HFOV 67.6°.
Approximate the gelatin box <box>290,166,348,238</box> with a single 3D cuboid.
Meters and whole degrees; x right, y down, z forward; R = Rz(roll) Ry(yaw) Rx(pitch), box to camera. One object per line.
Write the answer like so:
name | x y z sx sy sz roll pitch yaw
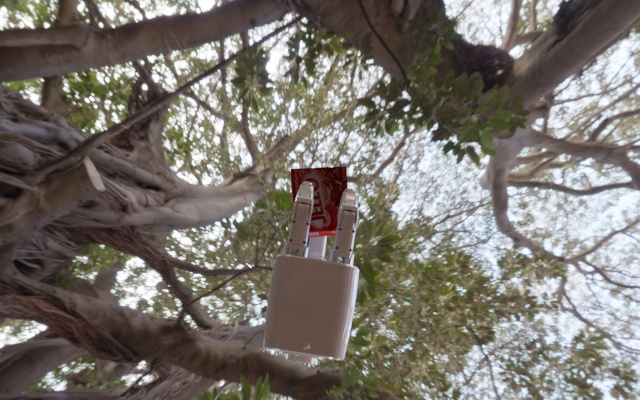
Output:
gelatin box | 0.000 0.002 0.613 0.073 0.089 0.030 -3 -20 -6
